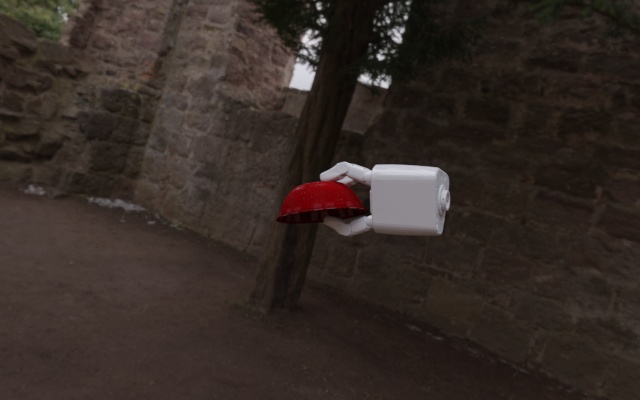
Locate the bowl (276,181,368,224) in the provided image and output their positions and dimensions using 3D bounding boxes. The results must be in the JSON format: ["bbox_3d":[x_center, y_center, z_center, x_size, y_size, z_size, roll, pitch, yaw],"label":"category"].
[{"bbox_3d":[-0.001,0.002,0.841,0.162,0.055,0.162,-6,-10,-1],"label":"bowl"}]
